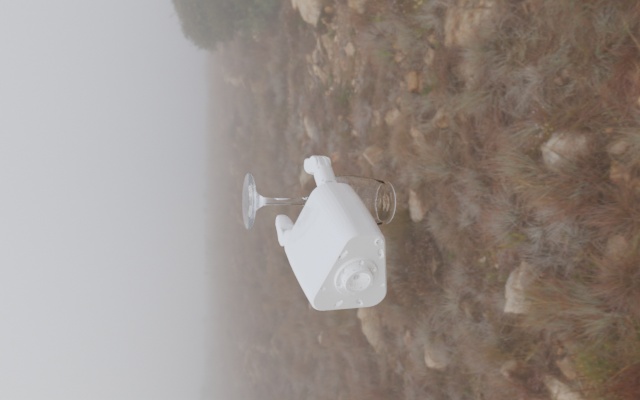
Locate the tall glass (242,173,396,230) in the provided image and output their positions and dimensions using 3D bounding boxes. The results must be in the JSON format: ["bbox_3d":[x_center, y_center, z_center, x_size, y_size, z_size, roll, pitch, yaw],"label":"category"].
[{"bbox_3d":[-0.001,0.002,0.650,0.201,0.079,0.079,0,0,-21],"label":"tall glass"}]
